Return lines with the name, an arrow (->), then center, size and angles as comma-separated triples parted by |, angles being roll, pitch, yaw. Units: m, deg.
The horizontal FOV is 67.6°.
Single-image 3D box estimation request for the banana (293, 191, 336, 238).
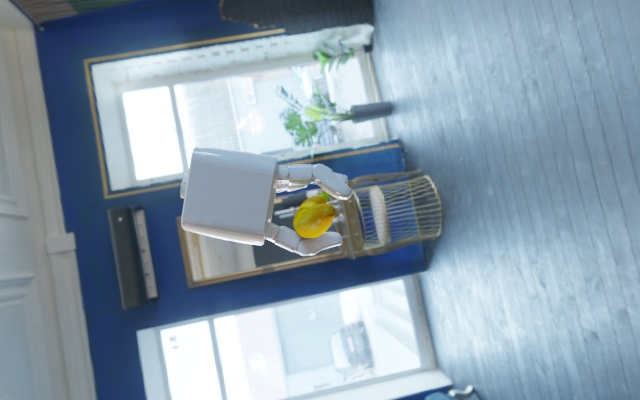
banana -> -0.009, 0.017, 0.625 | 0.037, 0.069, 0.197 | 30, 9, -5
